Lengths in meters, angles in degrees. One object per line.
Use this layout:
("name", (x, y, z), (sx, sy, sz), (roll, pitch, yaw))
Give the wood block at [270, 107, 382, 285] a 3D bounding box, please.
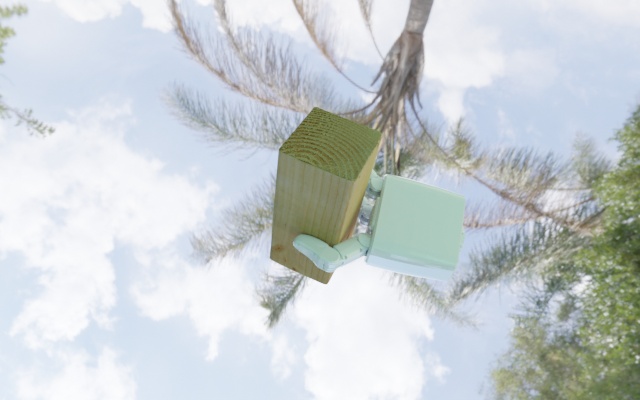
("wood block", (0.000, 0.002, 0.594), (0.090, 0.206, 0.090), (24, 50, 11))
